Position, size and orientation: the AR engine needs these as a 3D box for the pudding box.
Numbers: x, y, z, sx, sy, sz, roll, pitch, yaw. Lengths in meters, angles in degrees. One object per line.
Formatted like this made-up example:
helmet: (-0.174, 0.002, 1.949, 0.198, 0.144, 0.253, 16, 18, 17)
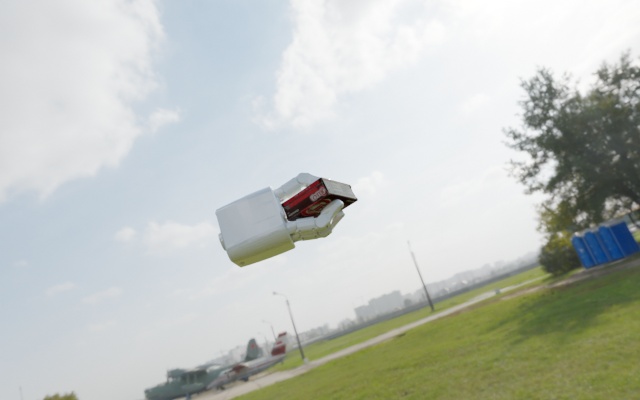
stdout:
pudding box: (0.000, 0.003, 0.824, 0.090, 0.039, 0.113, -32, -17, 24)
